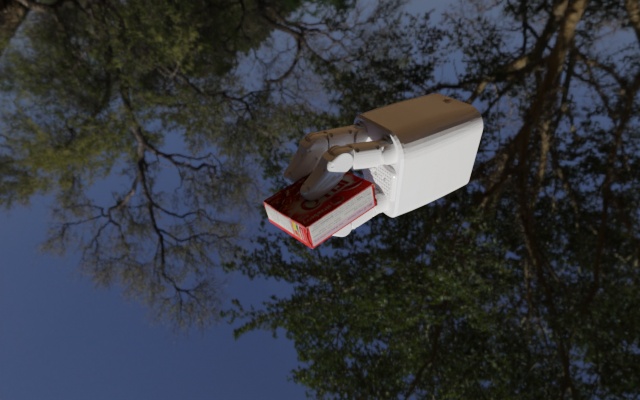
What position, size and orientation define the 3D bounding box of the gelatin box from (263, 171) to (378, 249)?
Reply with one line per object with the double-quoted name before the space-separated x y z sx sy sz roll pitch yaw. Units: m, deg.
"gelatin box" 0.000 0.002 0.476 0.089 0.030 0.073 -32 38 -26
